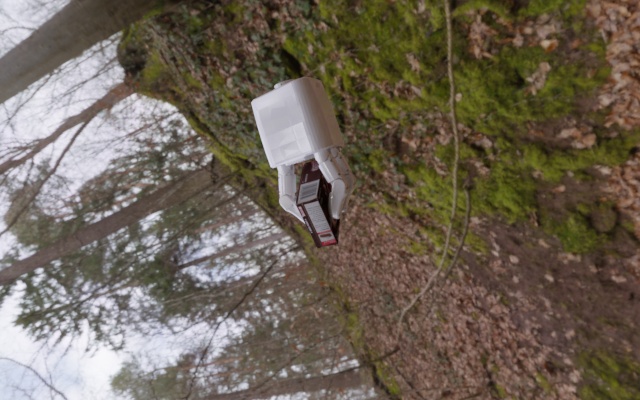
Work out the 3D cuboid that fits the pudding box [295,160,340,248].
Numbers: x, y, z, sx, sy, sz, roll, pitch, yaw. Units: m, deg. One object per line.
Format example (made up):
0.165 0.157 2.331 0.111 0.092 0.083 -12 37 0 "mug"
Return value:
0.000 0.002 0.728 0.039 0.090 0.113 -14 33 18 "pudding box"
